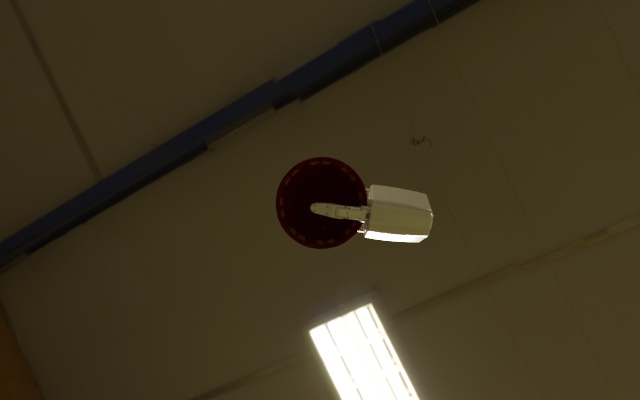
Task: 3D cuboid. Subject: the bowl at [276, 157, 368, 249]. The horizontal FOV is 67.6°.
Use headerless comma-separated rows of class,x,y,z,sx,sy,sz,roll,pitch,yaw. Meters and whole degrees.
bowl,-0.001,0.002,0.855,0.162,0.162,0.055,0,6,-6
